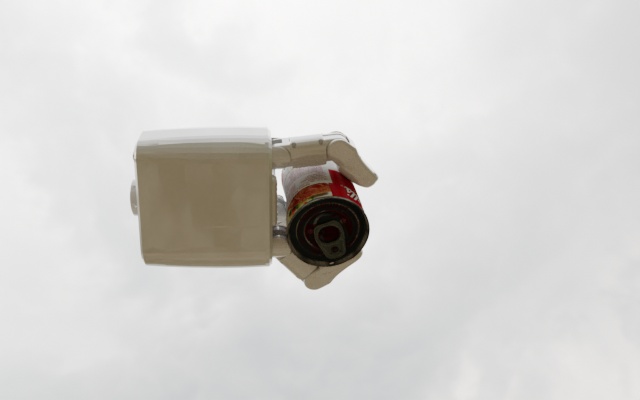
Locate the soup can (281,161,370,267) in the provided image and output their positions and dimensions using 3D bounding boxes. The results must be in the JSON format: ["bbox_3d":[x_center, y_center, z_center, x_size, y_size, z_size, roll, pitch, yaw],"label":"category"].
[{"bbox_3d":[0.001,0.001,0.426,0.068,0.068,0.102,0,30,-9],"label":"soup can"}]
